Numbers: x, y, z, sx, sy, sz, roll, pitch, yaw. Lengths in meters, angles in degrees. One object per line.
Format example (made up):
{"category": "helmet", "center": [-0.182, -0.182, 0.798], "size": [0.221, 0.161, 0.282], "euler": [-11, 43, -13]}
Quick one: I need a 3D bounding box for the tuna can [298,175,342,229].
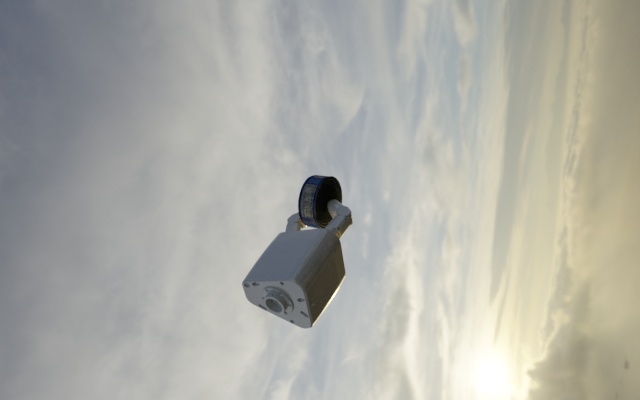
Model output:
{"category": "tuna can", "center": [0.000, 0.002, 0.759], "size": [0.034, 0.086, 0.086], "euler": [8, 4, 30]}
